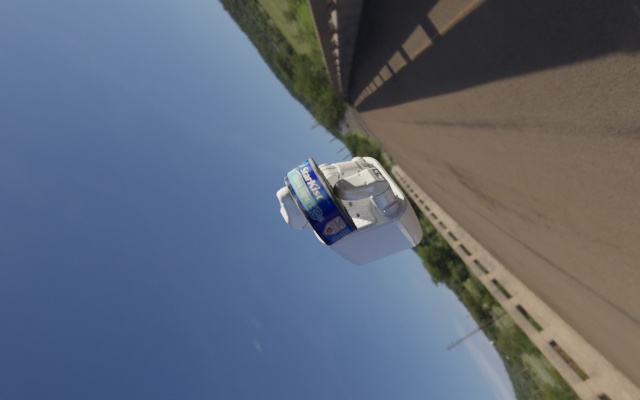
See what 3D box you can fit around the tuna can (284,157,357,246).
[{"bbox_3d":[0.000,0.002,0.475,0.034,0.086,0.086,-33,-3,5],"label":"tuna can"}]
